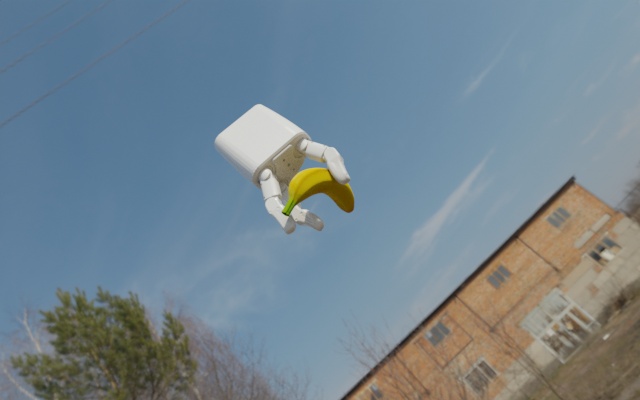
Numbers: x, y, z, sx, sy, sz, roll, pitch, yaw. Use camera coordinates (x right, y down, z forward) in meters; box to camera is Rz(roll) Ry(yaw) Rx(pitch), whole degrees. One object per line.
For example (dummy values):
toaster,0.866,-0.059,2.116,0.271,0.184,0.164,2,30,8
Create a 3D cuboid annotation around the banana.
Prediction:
banana,0.005,-0.014,0.720,0.037,0.069,0.198,29,15,29
